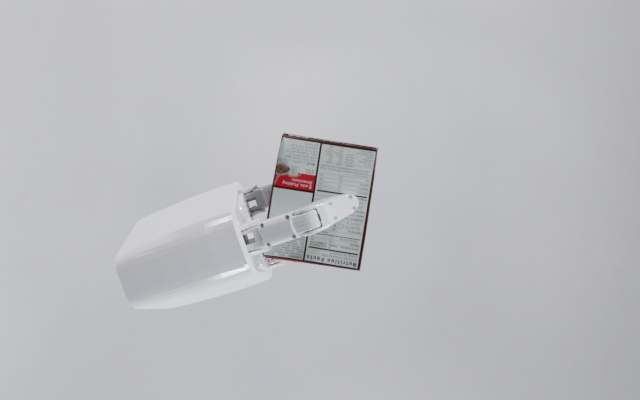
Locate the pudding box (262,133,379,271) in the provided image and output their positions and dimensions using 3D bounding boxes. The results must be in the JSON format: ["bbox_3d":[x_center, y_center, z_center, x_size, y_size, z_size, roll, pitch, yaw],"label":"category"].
[{"bbox_3d":[0.000,0.001,0.432,0.090,0.113,0.039,9,5,0],"label":"pudding box"}]
